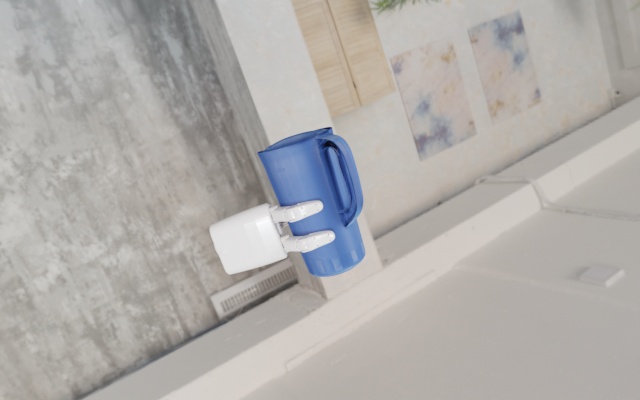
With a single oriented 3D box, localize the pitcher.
[{"bbox_3d":[0.000,0.003,0.816,0.145,0.243,0.149,-19,12,1],"label":"pitcher"}]
